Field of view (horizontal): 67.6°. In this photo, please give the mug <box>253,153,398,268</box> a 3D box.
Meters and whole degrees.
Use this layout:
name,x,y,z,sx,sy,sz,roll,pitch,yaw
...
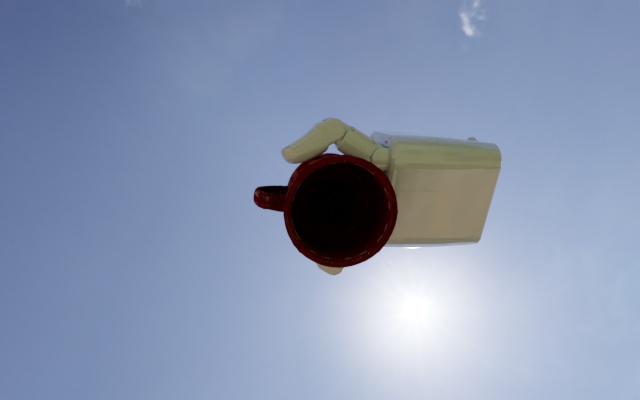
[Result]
name,x,y,z,sx,sy,sz,roll,pitch,yaw
mug,-0.001,0.001,0.419,0.117,0.093,0.081,3,11,-8
